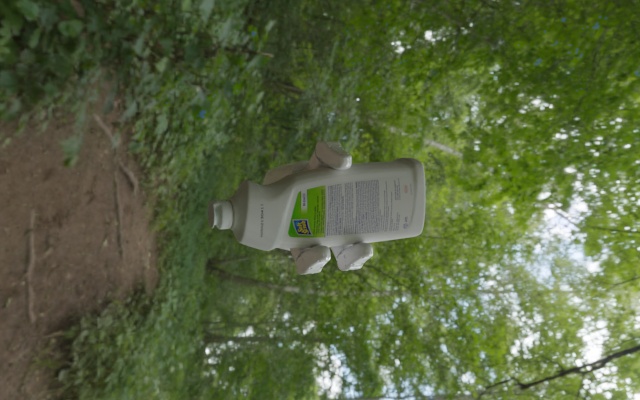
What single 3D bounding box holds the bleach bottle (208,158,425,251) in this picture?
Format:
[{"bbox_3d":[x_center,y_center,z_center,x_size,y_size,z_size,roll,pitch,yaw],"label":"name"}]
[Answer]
[{"bbox_3d":[0.000,0.002,0.543,0.251,0.102,0.068,-2,3,-26],"label":"bleach bottle"}]
